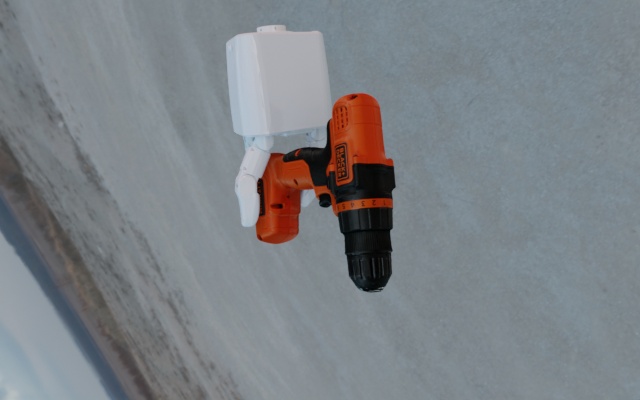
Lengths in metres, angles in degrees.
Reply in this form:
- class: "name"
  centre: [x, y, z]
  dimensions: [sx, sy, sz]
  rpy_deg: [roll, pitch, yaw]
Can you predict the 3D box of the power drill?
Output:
- class: "power drill"
  centre: [0.000, 0.001, 0.497]
  dimensions: [0.057, 0.184, 0.187]
  rpy_deg: [4, -10, -38]
